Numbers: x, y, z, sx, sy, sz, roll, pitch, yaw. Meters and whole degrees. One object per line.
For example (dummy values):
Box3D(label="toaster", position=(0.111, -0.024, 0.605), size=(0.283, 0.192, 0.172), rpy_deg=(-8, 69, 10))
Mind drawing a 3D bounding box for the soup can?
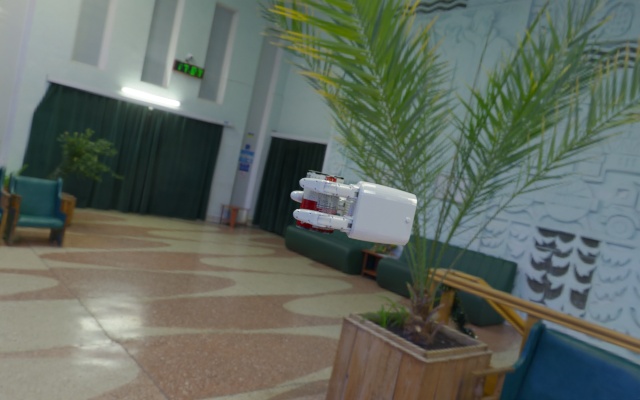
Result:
Box3D(label="soup can", position=(0.000, 0.002, 0.847), size=(0.068, 0.102, 0.068), rpy_deg=(12, 3, -1))
